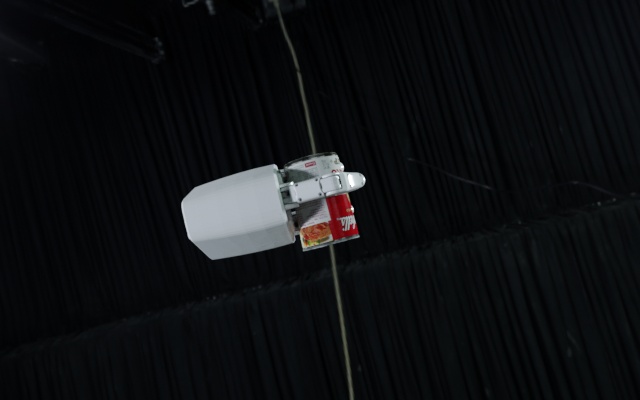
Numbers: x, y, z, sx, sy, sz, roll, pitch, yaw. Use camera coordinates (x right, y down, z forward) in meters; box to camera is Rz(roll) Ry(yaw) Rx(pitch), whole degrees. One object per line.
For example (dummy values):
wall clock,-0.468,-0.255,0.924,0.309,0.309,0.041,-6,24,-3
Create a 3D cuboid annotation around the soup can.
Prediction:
soup can,0.000,0.001,0.559,0.068,0.102,0.068,-14,-4,-1
